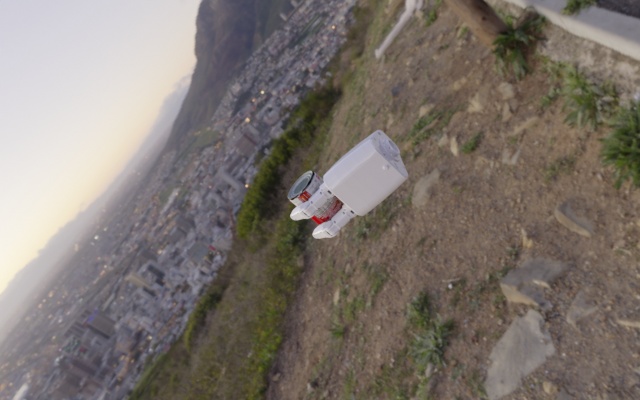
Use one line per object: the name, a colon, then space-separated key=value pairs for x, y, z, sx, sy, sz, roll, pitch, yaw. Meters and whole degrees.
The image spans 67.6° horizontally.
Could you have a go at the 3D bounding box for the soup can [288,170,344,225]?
soup can: x=0.000 y=0.003 z=0.860 sx=0.102 sy=0.068 sz=0.068 roll=41 pitch=-16 yaw=-20
